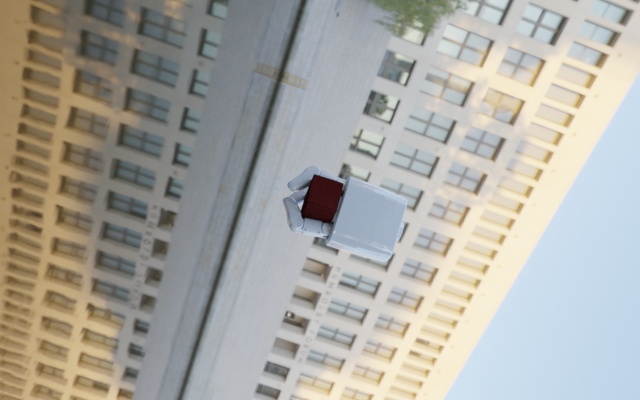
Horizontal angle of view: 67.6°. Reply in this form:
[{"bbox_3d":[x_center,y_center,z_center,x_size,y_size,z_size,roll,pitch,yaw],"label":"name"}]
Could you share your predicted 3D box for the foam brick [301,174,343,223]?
[{"bbox_3d":[0.000,0.002,0.770,0.051,0.053,0.078,18,-27,-4],"label":"foam brick"}]
